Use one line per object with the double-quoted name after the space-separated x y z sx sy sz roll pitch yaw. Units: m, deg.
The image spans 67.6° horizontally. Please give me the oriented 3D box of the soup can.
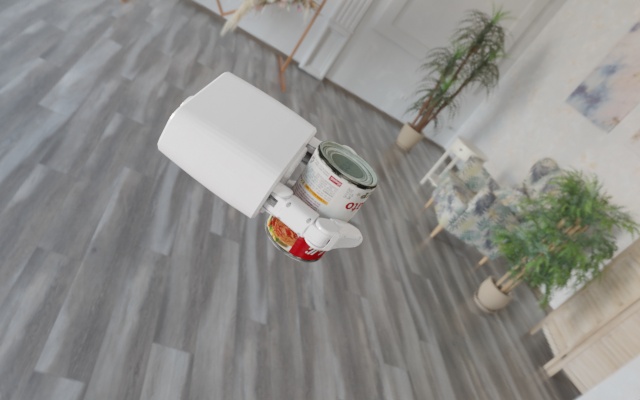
0.001 0.002 0.463 0.068 0.102 0.068 28 27 -16 "soup can"
